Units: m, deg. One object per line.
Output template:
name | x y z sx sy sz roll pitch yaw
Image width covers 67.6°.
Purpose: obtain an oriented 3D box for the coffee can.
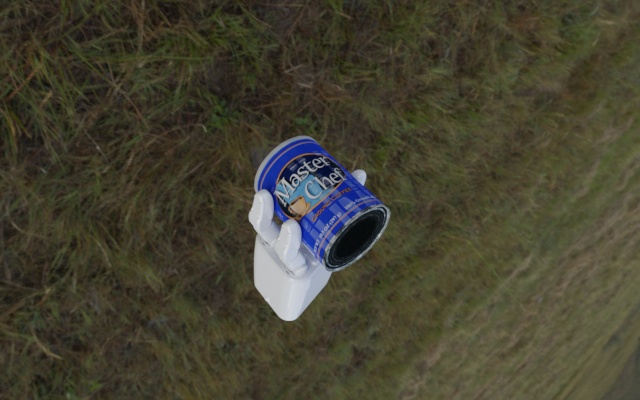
coffee can | 0.000 0.002 0.585 0.140 0.103 0.103 45 25 28
